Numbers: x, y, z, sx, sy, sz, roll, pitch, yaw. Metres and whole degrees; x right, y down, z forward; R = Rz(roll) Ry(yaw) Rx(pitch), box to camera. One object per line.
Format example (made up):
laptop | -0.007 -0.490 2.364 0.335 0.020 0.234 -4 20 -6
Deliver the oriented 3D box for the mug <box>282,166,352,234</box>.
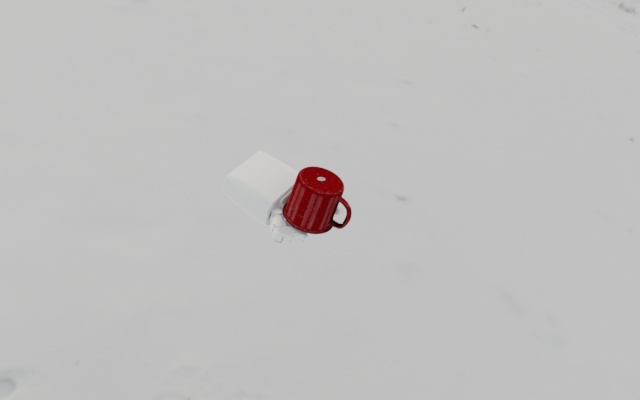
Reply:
mug | 0.001 0.003 0.803 0.117 0.081 0.093 33 36 17
